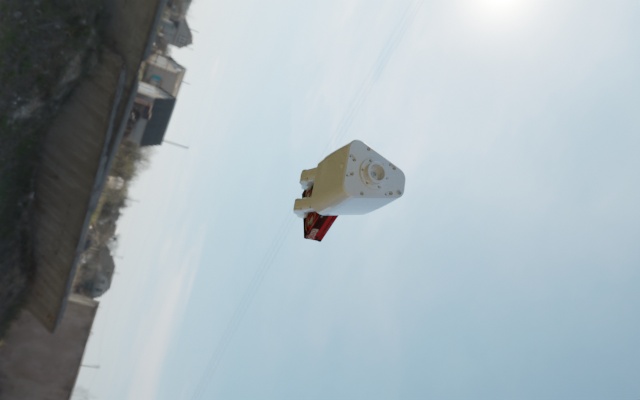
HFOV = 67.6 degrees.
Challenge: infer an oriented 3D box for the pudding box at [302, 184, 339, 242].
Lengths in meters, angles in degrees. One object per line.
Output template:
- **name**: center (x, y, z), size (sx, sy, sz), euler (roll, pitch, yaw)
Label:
- **pudding box**: center (0.000, 0.003, 0.847), size (0.039, 0.113, 0.090), euler (17, -48, -19)
